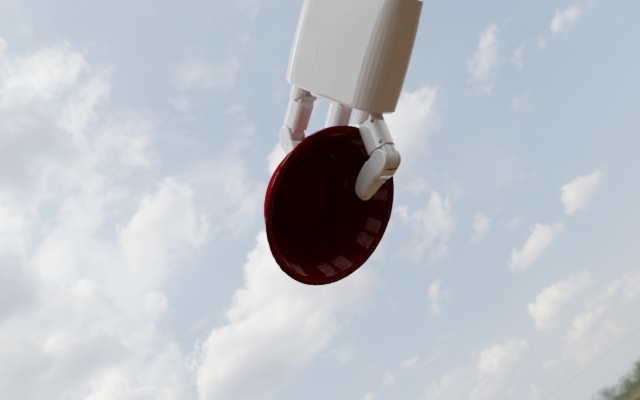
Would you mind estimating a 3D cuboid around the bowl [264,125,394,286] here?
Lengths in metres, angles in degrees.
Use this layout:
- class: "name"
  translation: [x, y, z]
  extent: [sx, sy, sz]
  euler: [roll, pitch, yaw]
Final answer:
- class: "bowl"
  translation: [-0.001, 0.003, 0.486]
  extent: [0.162, 0.162, 0.055]
  euler: [0, 13, -39]
